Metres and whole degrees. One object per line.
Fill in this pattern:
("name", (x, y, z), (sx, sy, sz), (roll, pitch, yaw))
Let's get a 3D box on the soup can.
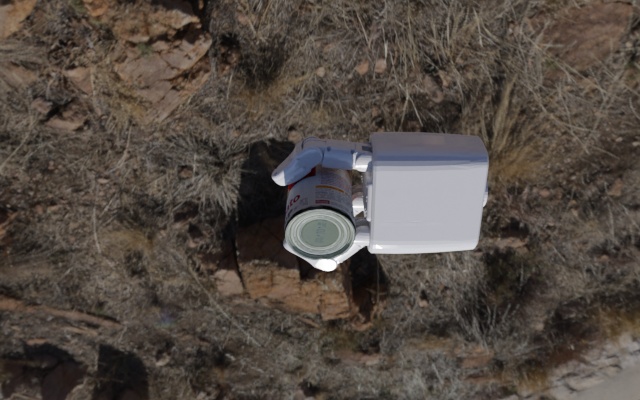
("soup can", (0.000, 0.002, 0.475), (0.068, 0.069, 0.102), (0, 38, 0))
